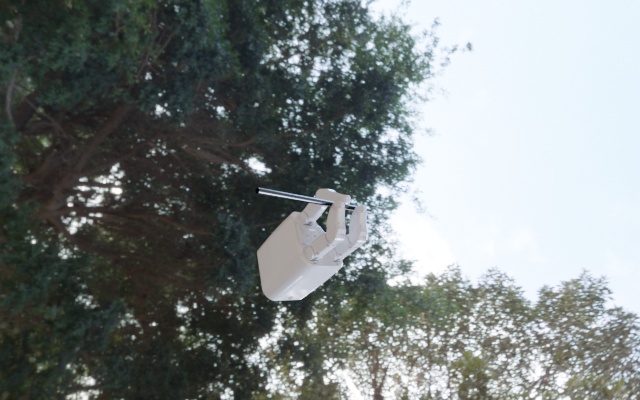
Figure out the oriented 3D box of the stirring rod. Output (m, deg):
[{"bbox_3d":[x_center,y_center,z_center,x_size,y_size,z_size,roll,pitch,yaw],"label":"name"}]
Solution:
[{"bbox_3d":[0.000,0.002,0.686,0.011,0.011,0.239,0,-7,41],"label":"stirring rod"}]
